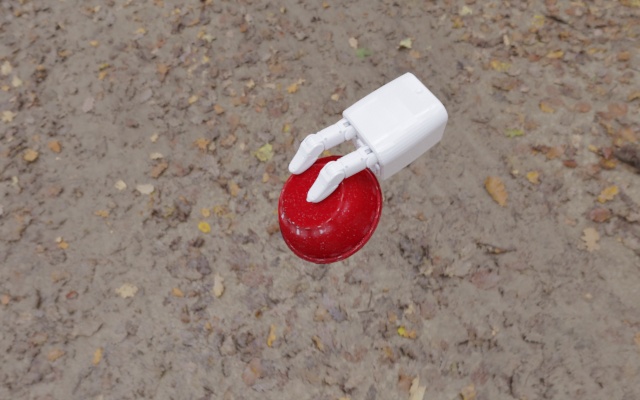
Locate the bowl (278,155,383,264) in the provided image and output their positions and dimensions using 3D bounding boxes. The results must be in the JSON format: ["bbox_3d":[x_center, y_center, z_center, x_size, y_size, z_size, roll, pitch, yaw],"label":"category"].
[{"bbox_3d":[-0.001,0.003,0.653,0.162,0.162,0.055,0,-19,27],"label":"bowl"}]
